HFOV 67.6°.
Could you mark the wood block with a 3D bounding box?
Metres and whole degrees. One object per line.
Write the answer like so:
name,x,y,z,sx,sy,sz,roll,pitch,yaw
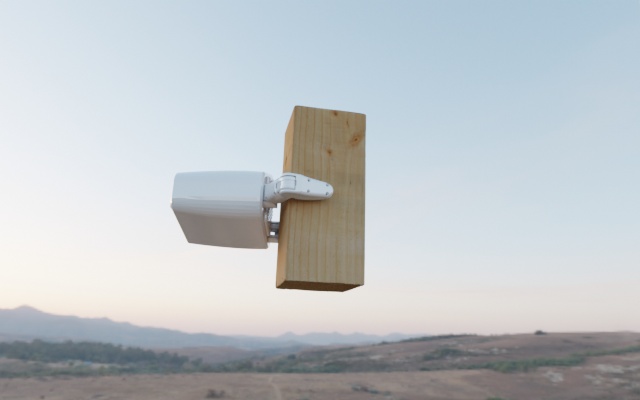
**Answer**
wood block,0.000,0.002,0.579,0.090,0.206,0.091,5,-16,-11
